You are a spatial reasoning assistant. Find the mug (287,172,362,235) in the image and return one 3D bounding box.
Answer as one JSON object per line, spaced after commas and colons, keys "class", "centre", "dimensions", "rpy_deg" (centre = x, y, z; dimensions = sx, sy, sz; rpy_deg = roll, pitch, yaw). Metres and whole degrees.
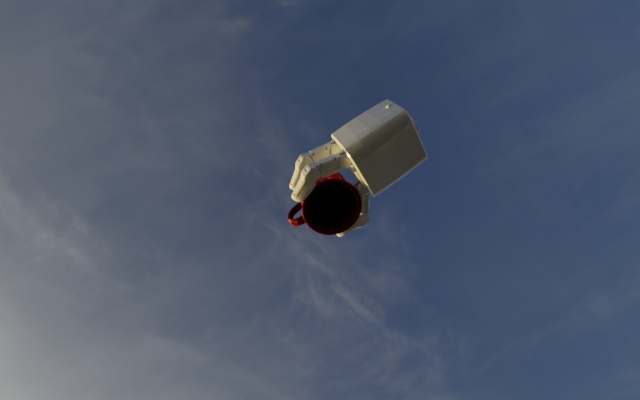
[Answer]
{"class": "mug", "centre": [-0.001, 0.003, 0.759], "dimensions": [0.117, 0.093, 0.081], "rpy_deg": [-33, 25, 2]}
